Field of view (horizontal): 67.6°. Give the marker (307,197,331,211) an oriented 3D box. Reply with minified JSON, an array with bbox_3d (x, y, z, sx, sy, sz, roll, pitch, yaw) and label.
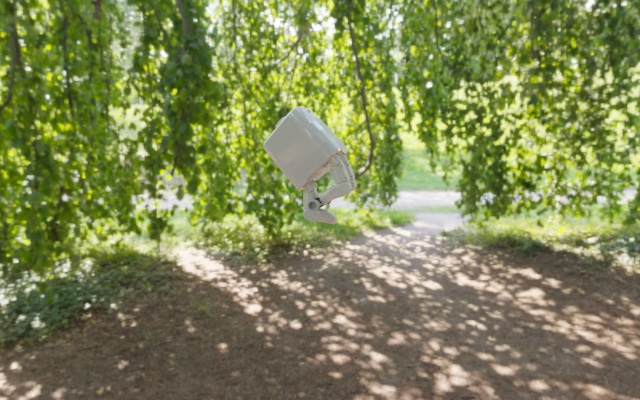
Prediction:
[{"bbox_3d":[0.000,0.003,0.853,0.020,0.020,0.121,0,6,13],"label":"marker"}]
